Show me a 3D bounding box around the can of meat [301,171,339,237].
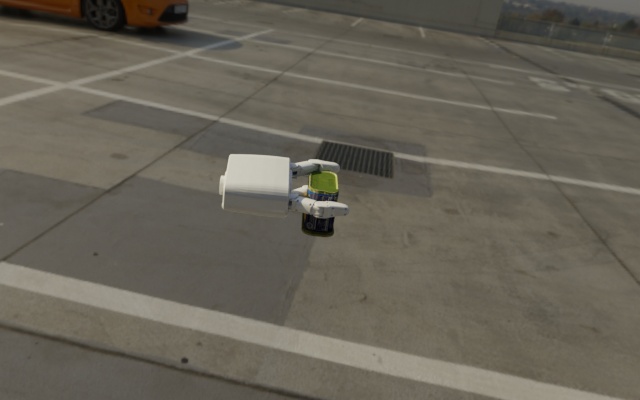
[{"bbox_3d":[0.000,0.002,0.836,0.057,0.084,0.102,7,24,-4],"label":"can of meat"}]
